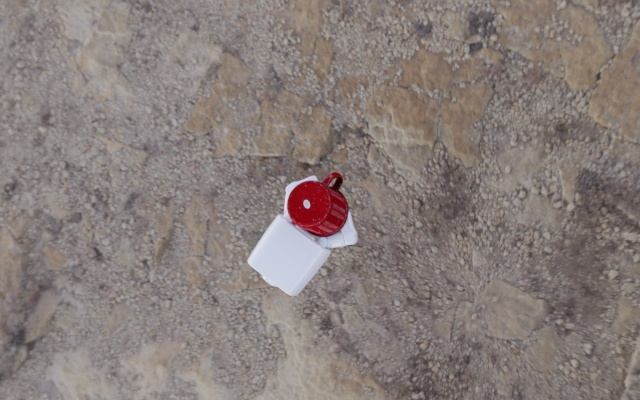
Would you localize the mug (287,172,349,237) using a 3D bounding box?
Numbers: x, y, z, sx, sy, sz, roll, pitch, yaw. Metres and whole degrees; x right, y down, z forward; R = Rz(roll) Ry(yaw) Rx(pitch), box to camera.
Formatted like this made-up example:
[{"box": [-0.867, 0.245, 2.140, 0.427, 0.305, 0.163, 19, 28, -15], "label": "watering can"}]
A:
[{"box": [0.001, 0.002, 0.819, 0.093, 0.117, 0.081, 37, 3, 22], "label": "mug"}]
